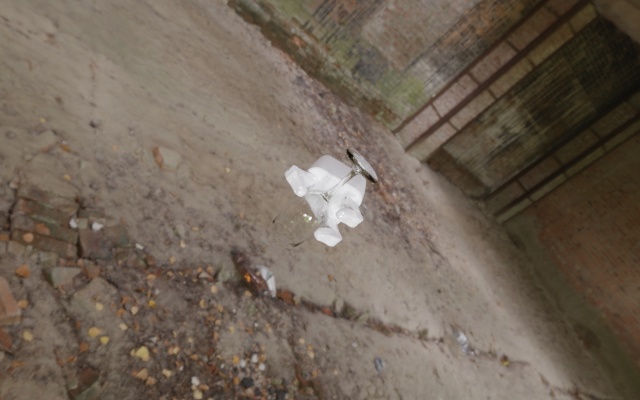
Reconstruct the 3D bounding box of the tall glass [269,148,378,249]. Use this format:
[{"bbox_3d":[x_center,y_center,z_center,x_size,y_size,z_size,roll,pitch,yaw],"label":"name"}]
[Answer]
[{"bbox_3d":[0.001,0.002,0.823,0.201,0.079,0.079,-41,-19,22],"label":"tall glass"}]
